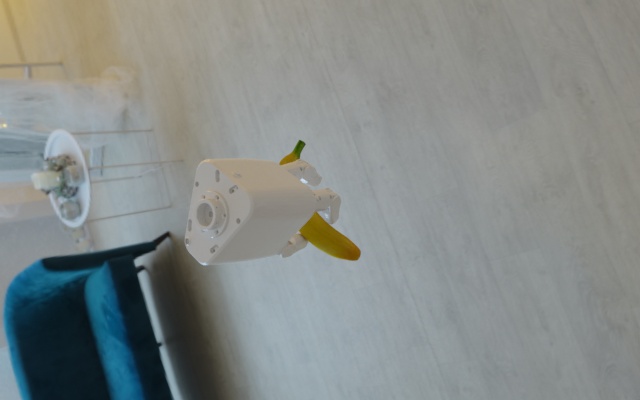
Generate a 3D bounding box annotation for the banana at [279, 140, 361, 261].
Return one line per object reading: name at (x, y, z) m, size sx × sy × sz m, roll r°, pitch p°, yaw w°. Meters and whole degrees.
banana at (-0.016, 0.009, 0.667) m, size 0.070 × 0.197 × 0.037 m, roll -35°, pitch -21°, yaw 21°
